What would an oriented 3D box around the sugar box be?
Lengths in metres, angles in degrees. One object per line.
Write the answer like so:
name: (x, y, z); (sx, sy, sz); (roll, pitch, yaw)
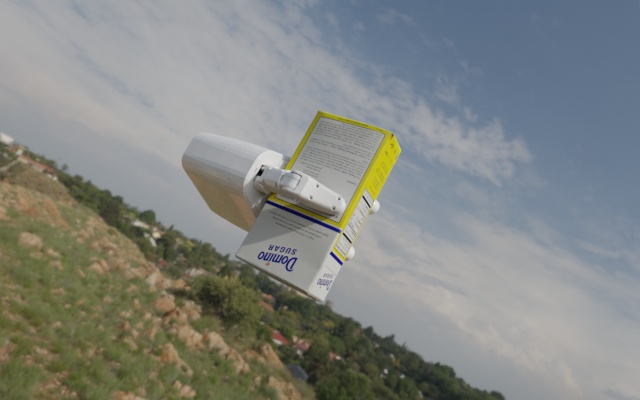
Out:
sugar box: (0.000, 0.002, 0.477); (0.093, 0.176, 0.048); (22, -12, 30)
